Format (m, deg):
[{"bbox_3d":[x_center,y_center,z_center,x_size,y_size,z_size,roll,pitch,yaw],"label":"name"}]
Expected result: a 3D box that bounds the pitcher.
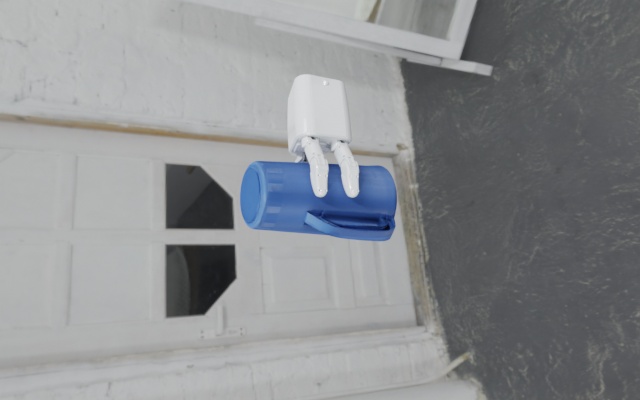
[{"bbox_3d":[0.000,0.002,0.790,0.243,0.145,0.149,3,-13,-28],"label":"pitcher"}]
